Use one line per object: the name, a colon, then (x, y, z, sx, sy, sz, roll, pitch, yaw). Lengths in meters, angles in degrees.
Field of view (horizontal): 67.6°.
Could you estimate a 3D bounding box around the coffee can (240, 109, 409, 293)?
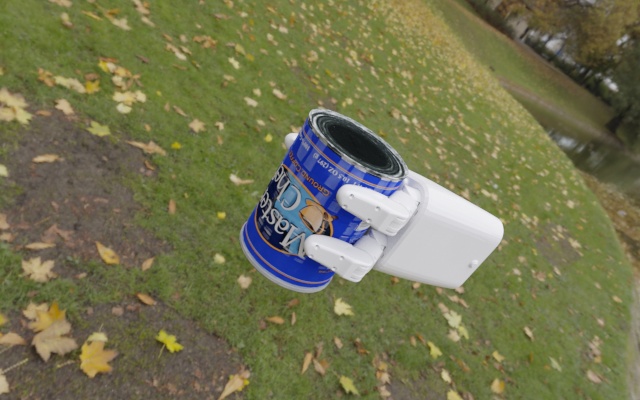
coffee can: (0.000, 0.001, 0.448, 0.103, 0.140, 0.102, 26, 27, -14)
